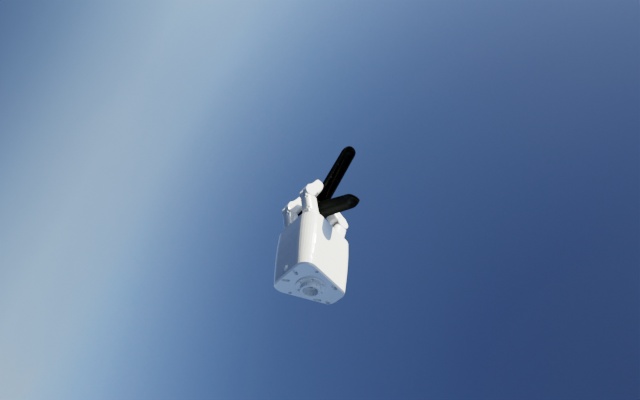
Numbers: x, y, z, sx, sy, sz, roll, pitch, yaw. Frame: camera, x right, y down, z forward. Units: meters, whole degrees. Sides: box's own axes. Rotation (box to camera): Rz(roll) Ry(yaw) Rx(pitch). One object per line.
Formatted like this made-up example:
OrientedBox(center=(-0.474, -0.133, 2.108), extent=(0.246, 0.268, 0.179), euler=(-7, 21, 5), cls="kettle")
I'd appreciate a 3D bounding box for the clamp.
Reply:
OrientedBox(center=(0.000, 0.004, 0.867), extent=(0.036, 0.164, 0.210), euler=(32, -52, -20), cls="clamp")
